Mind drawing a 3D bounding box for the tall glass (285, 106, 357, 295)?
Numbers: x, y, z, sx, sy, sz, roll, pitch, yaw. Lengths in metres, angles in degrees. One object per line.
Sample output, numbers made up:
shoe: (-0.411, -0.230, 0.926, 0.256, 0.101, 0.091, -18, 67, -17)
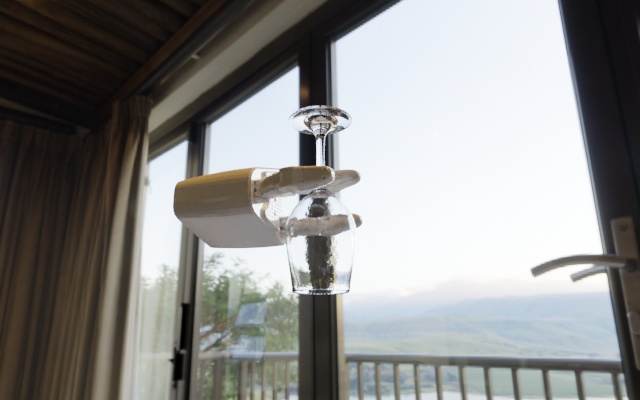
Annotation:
tall glass: (0.000, 0.001, 0.533, 0.079, 0.201, 0.079, -1, -16, 0)
